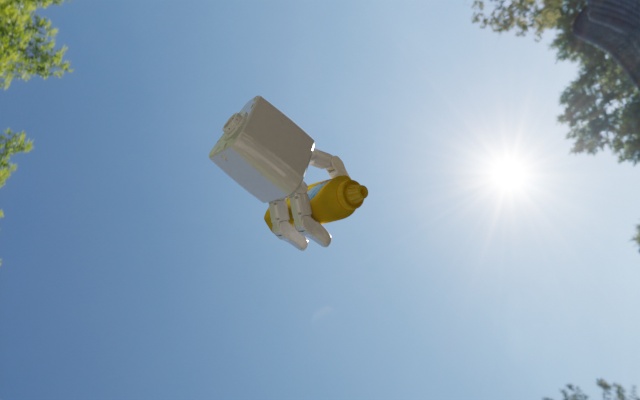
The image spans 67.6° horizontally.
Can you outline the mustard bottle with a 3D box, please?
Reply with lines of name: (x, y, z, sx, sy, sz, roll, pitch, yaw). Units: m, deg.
mustard bottle: (0.000, 0.003, 0.708, 0.096, 0.058, 0.191, -38, 14, -36)
